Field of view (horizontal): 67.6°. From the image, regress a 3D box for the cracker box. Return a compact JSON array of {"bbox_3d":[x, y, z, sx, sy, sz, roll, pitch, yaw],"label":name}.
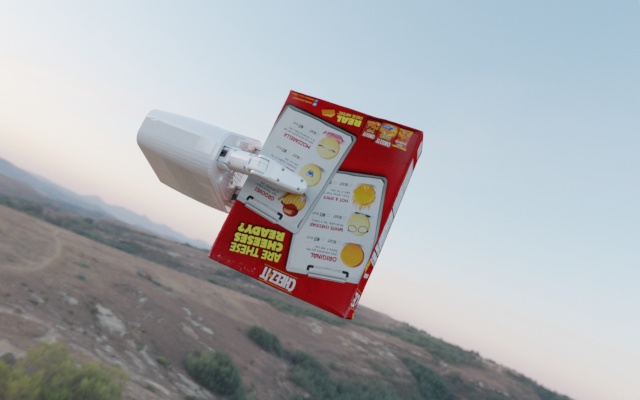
[{"bbox_3d":[0.000,0.002,0.535,0.164,0.213,0.072,21,-11,17],"label":"cracker box"}]
